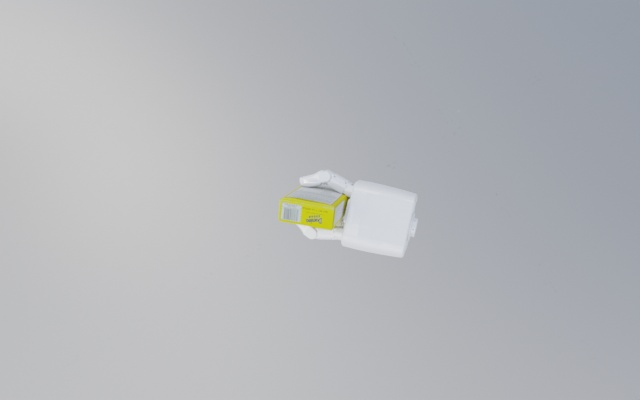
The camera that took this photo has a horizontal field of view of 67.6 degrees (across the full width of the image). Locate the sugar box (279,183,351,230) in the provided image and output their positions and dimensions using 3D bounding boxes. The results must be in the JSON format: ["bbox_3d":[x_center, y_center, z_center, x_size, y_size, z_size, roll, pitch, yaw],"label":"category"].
[{"bbox_3d":[0.000,0.003,0.832,0.093,0.048,0.176,10,13,14],"label":"sugar box"}]
